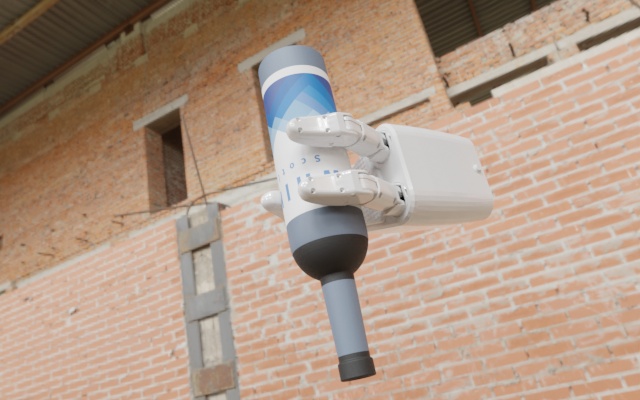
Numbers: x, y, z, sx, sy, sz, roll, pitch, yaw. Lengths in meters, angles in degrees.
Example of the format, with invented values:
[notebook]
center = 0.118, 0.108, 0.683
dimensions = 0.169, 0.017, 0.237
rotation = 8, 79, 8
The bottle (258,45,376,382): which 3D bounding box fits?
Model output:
[bottle]
center = 0.000, 0.001, 0.415
dimensions = 0.069, 0.295, 0.069
rotation = -10, -23, -4
